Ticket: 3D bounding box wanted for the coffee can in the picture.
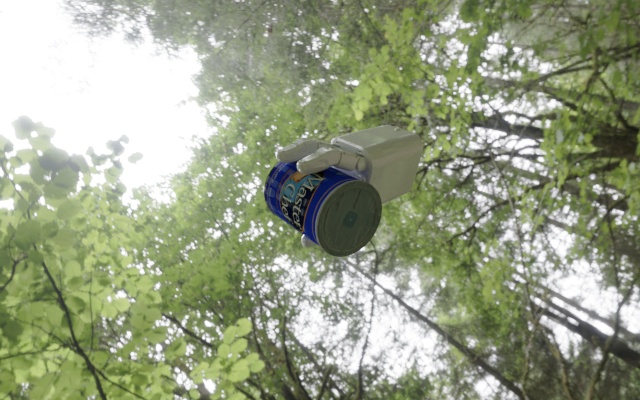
[{"bbox_3d":[0.000,0.002,0.655,0.103,0.103,0.140,0,19,-36],"label":"coffee can"}]
